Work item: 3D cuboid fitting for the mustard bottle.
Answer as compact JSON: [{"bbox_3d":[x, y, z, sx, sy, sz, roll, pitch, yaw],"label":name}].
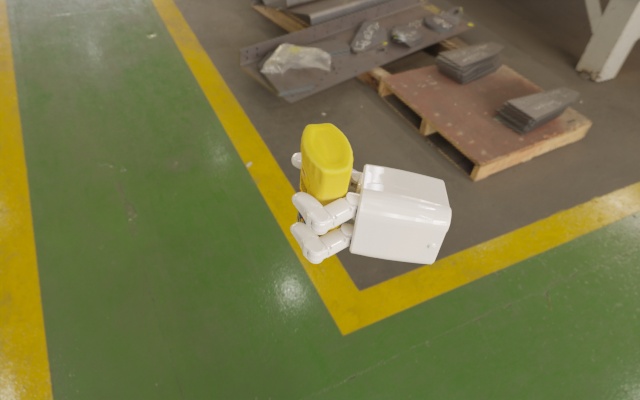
[{"bbox_3d":[0.000,0.002,0.622,0.058,0.192,0.096,-7,46,-14],"label":"mustard bottle"}]
